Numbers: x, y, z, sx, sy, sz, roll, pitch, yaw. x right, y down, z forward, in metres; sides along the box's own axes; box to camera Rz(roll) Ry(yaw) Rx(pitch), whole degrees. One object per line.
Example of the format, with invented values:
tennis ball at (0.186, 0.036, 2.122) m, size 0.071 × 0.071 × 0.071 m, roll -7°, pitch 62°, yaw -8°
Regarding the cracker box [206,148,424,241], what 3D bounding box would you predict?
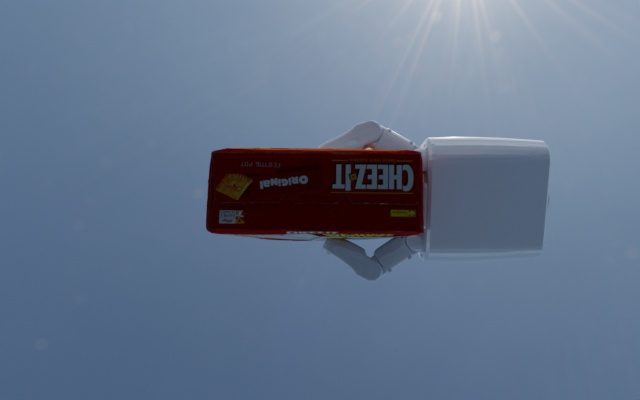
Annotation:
cracker box at (0.000, 0.002, 0.460) m, size 0.164 × 0.072 × 0.214 m, roll 0°, pitch -6°, yaw 2°
